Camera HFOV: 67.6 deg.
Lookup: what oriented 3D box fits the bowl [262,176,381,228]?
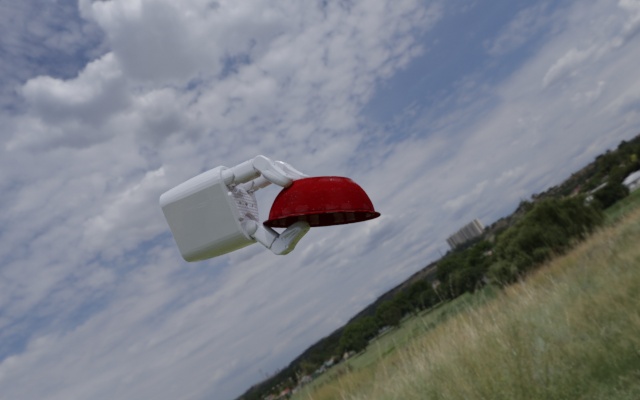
[{"bbox_3d":[0.001,0.002,0.657,0.162,0.055,0.162,-4,-9,-1],"label":"bowl"}]
